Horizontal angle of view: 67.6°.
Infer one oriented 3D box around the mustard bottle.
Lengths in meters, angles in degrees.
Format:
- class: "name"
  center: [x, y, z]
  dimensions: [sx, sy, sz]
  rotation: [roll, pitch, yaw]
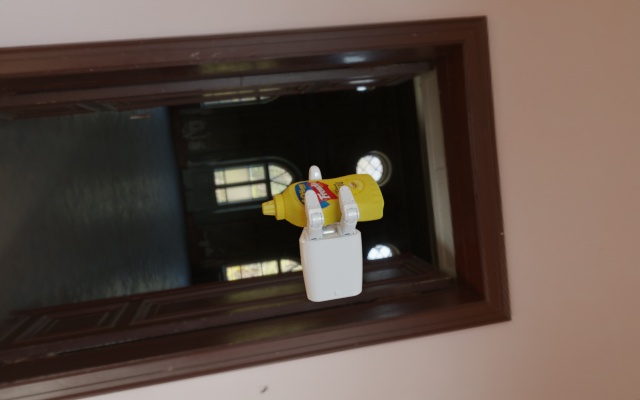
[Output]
- class: "mustard bottle"
  center: [0.000, 0.002, 0.788]
  dimensions: [0.191, 0.058, 0.096]
  rotation: [-7, 39, -10]
